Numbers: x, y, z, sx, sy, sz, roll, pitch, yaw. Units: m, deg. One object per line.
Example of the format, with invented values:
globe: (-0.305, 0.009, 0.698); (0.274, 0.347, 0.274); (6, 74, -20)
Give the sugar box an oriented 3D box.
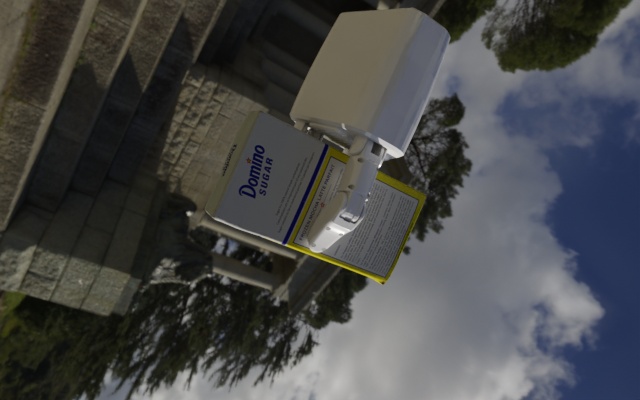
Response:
sugar box: (0.000, 0.001, 0.417); (0.176, 0.093, 0.048); (25, -1, -24)
